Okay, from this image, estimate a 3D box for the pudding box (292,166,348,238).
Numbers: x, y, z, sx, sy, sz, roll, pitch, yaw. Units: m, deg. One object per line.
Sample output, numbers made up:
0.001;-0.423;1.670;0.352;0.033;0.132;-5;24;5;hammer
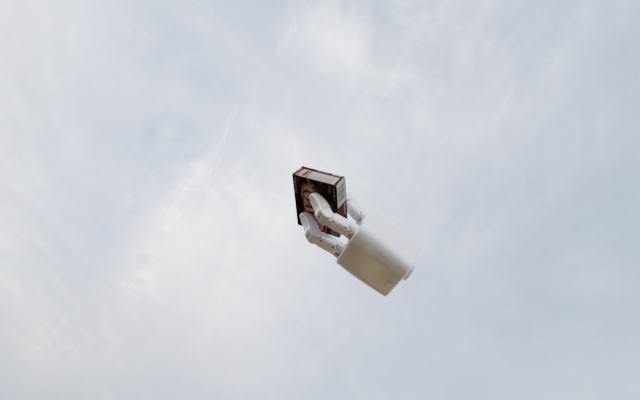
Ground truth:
0.000;0.003;0.839;0.090;0.114;0.039;15;36;27;pudding box
